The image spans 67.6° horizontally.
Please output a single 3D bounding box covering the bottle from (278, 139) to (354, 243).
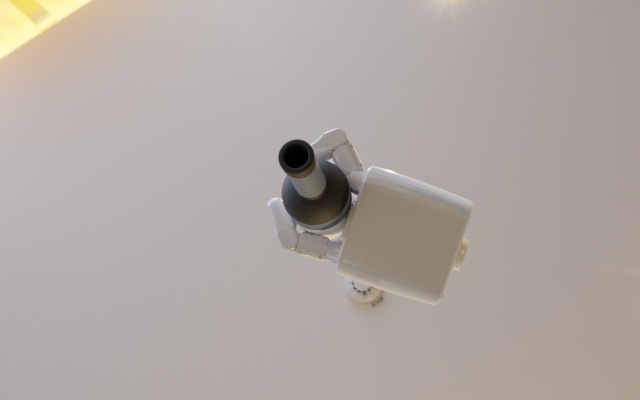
[{"bbox_3d":[0.000,0.002,0.495,0.069,0.069,0.296,0,-14,7],"label":"bottle"}]
